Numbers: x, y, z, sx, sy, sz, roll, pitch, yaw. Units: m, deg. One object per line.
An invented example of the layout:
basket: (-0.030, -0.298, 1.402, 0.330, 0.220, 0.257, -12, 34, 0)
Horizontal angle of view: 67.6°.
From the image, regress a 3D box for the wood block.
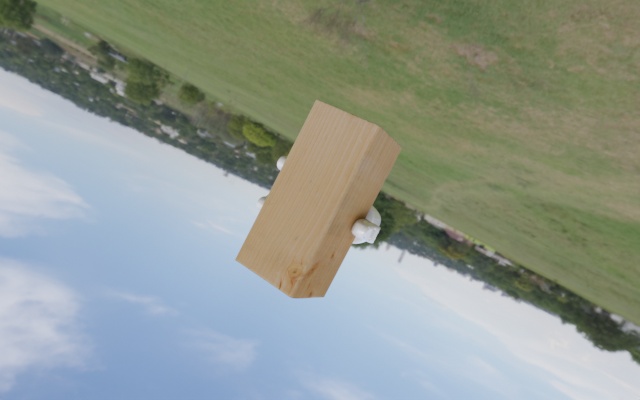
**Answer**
wood block: (0.000, 0.002, 0.562, 0.091, 0.206, 0.090, 28, 3, 27)
